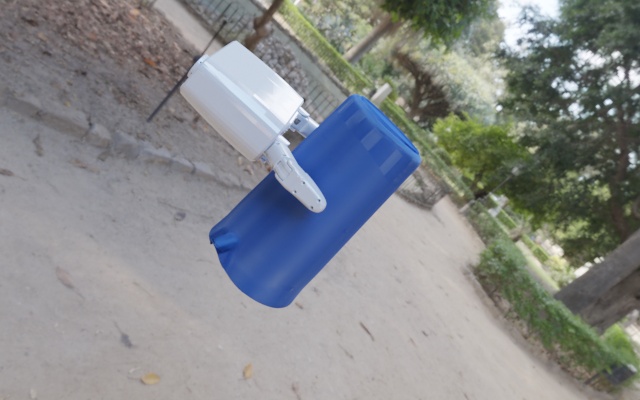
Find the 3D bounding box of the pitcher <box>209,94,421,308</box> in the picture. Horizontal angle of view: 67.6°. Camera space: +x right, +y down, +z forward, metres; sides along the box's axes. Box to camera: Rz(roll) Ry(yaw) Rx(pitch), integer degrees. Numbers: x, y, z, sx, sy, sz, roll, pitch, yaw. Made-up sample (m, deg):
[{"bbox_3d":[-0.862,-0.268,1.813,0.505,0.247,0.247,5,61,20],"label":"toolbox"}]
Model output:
[{"bbox_3d":[0.000,0.002,0.560,0.145,0.243,0.149,42,16,-11],"label":"pitcher"}]
